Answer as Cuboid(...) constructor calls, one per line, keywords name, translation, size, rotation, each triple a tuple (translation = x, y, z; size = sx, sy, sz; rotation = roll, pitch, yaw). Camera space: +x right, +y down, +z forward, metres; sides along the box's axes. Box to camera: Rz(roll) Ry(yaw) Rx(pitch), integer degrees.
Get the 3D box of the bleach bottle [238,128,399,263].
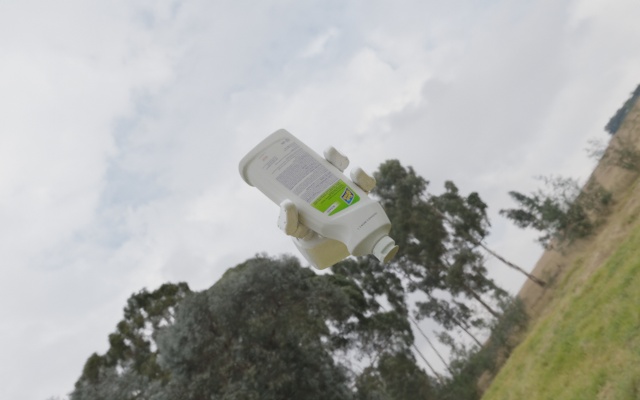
Cuboid(name="bleach bottle", translation=(0.000, 0.002, 0.666), size=(0.250, 0.102, 0.068), rotation=(41, -14, 27))
